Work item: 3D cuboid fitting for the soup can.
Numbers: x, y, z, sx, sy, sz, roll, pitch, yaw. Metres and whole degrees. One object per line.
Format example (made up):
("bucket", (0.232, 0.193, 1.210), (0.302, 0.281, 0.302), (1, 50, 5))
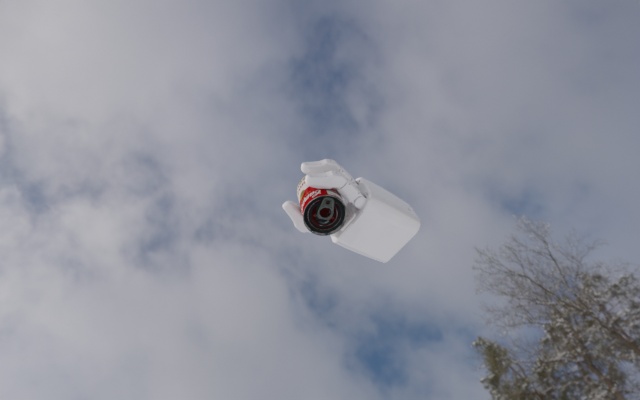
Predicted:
("soup can", (0.000, 0.002, 0.761), (0.068, 0.068, 0.102), (0, 25, -9))
